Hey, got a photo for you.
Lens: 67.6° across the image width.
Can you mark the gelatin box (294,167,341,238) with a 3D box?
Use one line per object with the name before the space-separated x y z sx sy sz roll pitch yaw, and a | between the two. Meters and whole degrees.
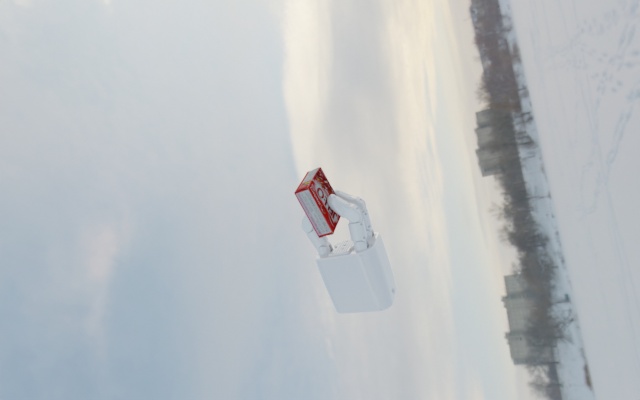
gelatin box | 0.000 0.002 0.759 0.030 0.089 0.073 -19 22 26
